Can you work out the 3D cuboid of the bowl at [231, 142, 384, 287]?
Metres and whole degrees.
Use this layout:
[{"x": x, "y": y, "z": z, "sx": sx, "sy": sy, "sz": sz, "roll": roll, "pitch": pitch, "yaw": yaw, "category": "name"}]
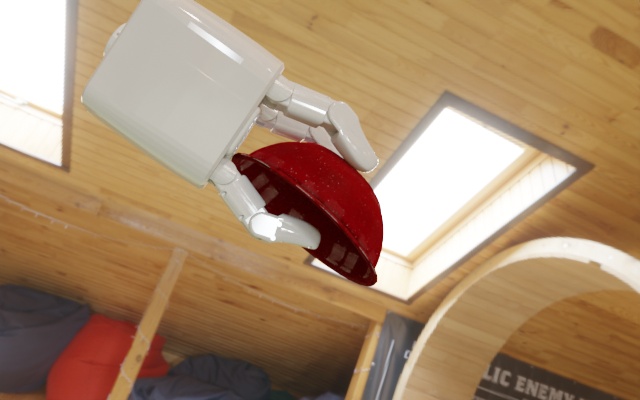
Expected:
[{"x": 0.001, "y": 0.002, "z": 0.414, "sx": 0.162, "sy": 0.055, "sz": 0.162, "roll": 38, "pitch": -17, "yaw": 14, "category": "bowl"}]
